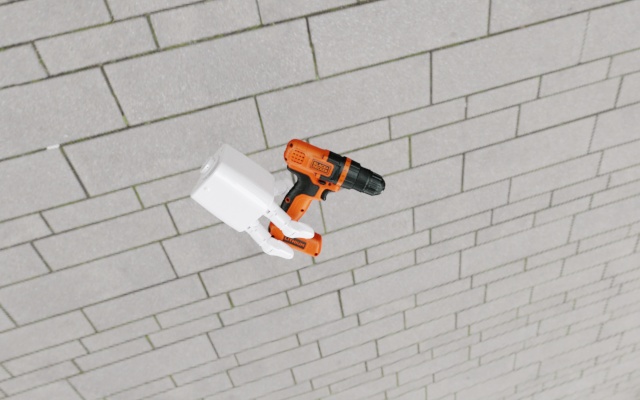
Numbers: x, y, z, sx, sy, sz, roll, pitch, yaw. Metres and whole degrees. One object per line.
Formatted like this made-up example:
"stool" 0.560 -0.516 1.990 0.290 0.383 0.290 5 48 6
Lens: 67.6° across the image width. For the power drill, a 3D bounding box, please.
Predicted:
"power drill" 0.000 0.003 0.842 0.184 0.188 0.057 23 19 -3
